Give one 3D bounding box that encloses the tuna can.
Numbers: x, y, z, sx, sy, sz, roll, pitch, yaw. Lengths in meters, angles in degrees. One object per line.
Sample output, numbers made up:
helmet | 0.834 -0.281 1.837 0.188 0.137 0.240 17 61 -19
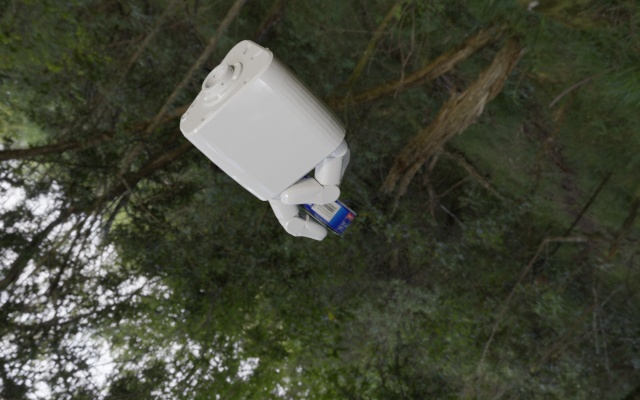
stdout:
tuna can | 0.000 0.002 0.557 0.086 0.034 0.086 38 2 -1
